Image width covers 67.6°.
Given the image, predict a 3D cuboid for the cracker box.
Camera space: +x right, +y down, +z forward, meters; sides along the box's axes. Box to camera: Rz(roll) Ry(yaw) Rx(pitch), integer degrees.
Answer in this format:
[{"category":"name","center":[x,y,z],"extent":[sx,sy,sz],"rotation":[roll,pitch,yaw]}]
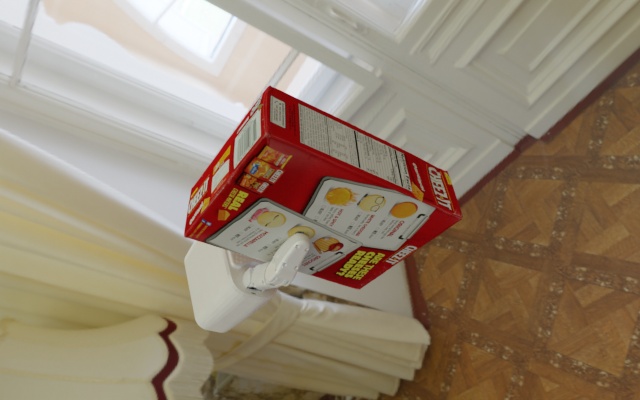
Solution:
[{"category":"cracker box","center":[0.000,0.002,0.469],"extent":[0.214,0.072,0.164],"rotation":[20,-44,-28]}]
